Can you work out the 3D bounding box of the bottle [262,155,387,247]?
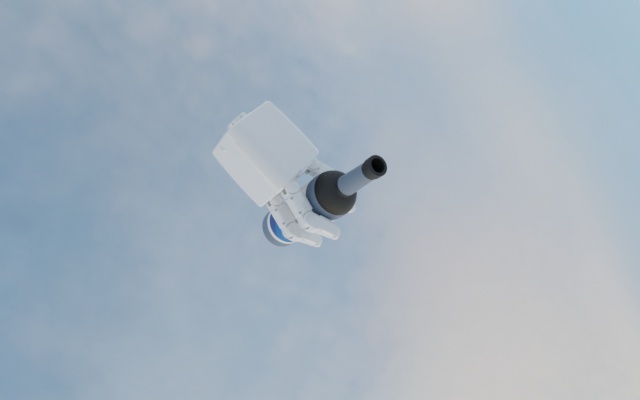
[{"bbox_3d":[0.000,0.002,0.689,0.069,0.069,0.296,0,-17,-29],"label":"bottle"}]
